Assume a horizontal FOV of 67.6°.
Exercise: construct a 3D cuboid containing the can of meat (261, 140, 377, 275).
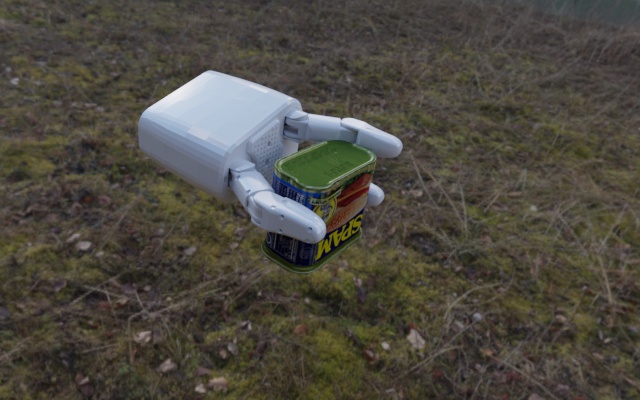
[{"bbox_3d":[0.000,0.001,0.411,0.057,0.084,0.102,28,36,27],"label":"can of meat"}]
